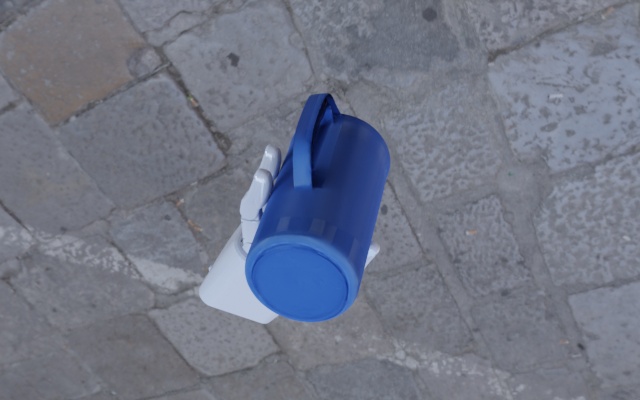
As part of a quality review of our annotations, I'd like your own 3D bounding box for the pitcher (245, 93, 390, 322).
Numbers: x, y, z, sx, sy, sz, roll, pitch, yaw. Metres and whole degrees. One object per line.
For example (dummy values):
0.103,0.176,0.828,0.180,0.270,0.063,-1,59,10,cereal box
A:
0.000,0.002,0.523,0.149,0.145,0.242,35,33,-12,pitcher
